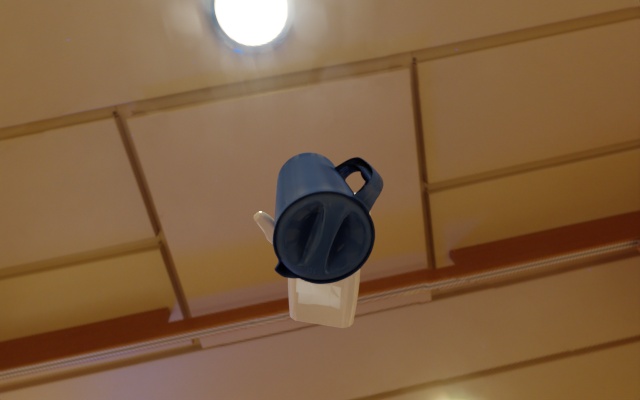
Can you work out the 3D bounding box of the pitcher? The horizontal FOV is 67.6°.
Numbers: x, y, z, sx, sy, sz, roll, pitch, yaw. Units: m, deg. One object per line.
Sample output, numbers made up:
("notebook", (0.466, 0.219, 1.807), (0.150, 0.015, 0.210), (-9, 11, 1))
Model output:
("pitcher", (0.000, 0.003, 0.718), (0.149, 0.145, 0.242), (-2, 22, -6))
